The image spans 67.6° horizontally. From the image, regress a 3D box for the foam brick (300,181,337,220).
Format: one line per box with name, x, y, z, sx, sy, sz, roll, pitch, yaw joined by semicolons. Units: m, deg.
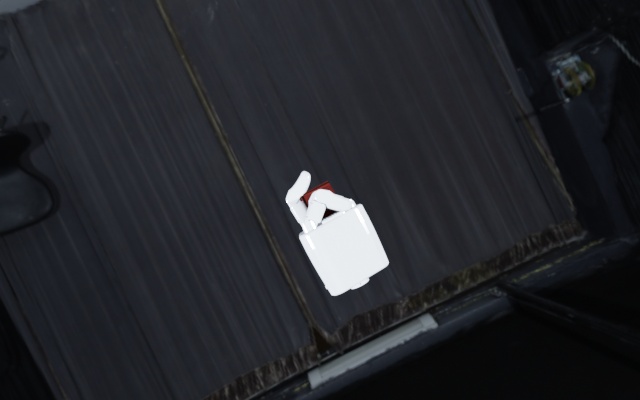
foam brick;0.000;0.003;0.808;0.053;0.051;0.078;-29;1;-2
